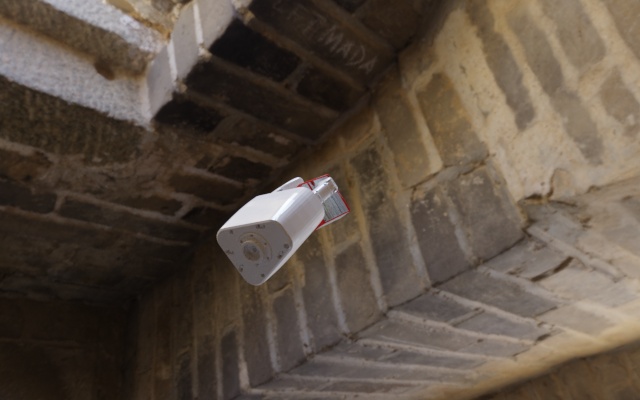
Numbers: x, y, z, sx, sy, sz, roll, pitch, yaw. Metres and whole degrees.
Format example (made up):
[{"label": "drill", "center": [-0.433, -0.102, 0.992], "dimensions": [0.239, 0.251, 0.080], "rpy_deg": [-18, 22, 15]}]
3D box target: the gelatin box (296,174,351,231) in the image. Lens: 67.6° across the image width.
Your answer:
[{"label": "gelatin box", "center": [0.001, 0.002, 0.764], "dimensions": [0.030, 0.073, 0.089], "rpy_deg": [-37, -8, 34]}]
